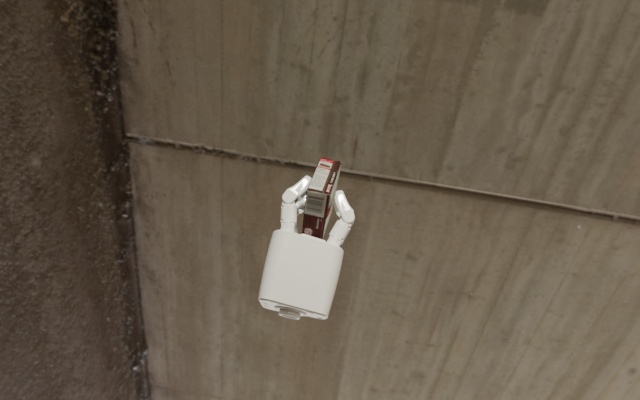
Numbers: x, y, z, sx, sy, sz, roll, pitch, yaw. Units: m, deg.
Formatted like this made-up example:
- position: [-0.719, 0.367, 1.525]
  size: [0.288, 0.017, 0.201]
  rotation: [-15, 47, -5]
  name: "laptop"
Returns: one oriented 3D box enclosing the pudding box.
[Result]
- position: [0.000, 0.003, 0.759]
  size: [0.039, 0.114, 0.090]
  rotation: [14, 41, 4]
  name: "pudding box"
